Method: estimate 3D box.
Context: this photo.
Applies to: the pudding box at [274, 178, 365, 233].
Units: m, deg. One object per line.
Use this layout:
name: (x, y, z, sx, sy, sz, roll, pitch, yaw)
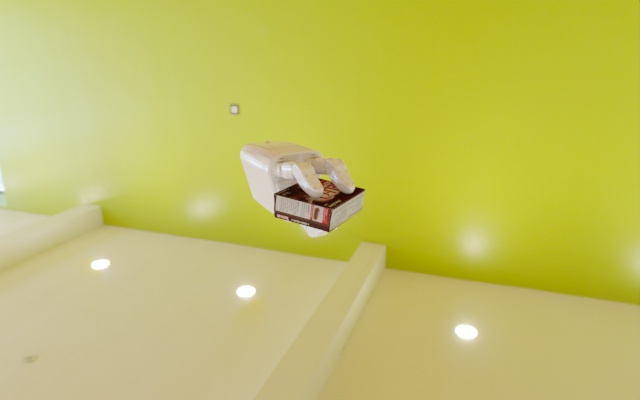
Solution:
pudding box: (0.000, 0.002, 0.672, 0.090, 0.039, 0.113, 13, 23, 24)
